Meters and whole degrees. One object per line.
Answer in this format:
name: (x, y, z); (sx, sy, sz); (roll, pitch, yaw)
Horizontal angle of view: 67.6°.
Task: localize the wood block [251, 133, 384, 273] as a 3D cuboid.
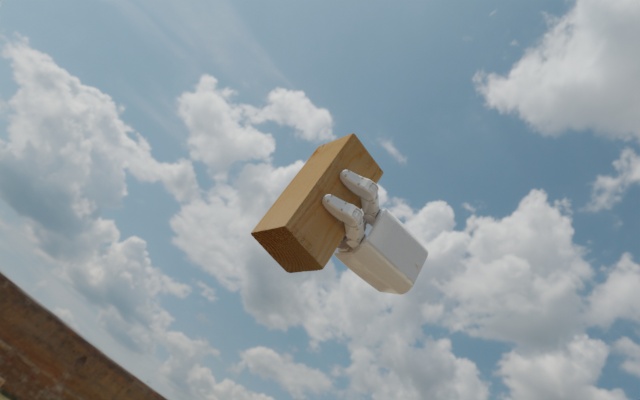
wood block: (0.000, 0.003, 0.734); (0.091, 0.090, 0.206); (-16, 32, 49)
